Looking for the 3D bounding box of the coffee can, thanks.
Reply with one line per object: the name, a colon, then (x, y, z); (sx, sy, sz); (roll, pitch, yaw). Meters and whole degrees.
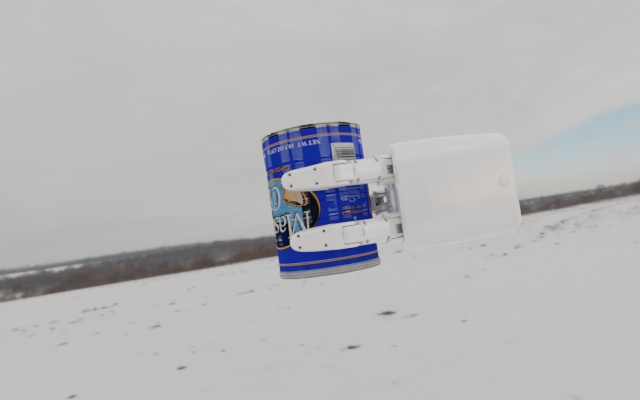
coffee can: (0.000, 0.002, 0.485); (0.103, 0.140, 0.103); (-8, -3, 0)
